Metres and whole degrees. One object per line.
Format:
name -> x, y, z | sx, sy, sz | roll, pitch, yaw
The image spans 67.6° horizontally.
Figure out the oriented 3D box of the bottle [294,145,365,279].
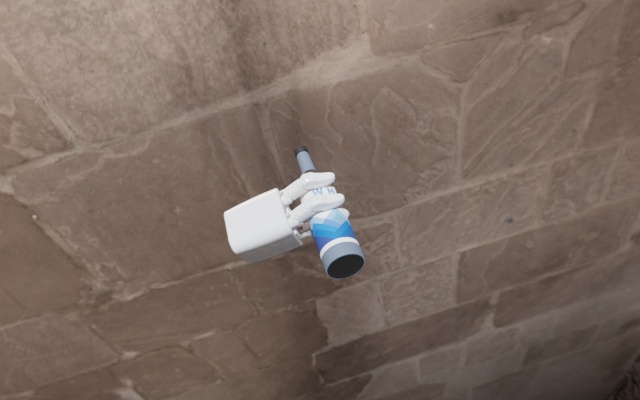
bottle -> 0.000, 0.003, 0.857 | 0.069, 0.069, 0.295 | 0, 44, -22
